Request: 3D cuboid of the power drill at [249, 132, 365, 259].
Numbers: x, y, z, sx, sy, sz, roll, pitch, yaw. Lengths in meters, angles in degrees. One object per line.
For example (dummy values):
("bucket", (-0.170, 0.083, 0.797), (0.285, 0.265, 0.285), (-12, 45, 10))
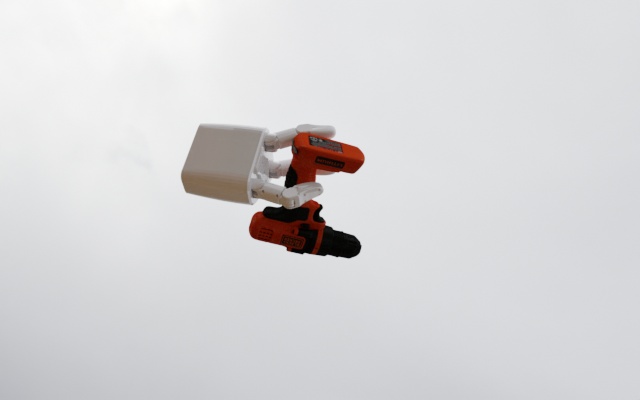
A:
("power drill", (0.000, 0.002, 0.723), (0.184, 0.188, 0.057), (13, 27, -15))
